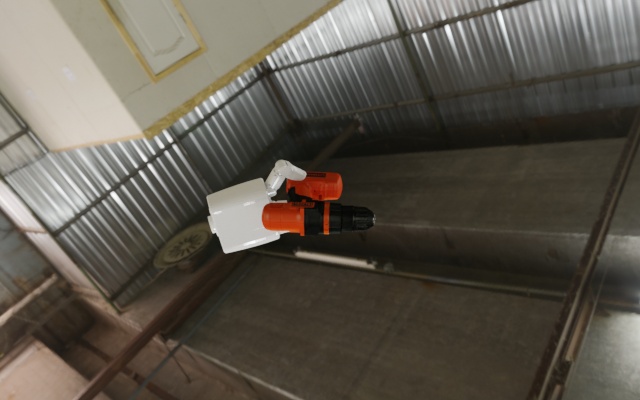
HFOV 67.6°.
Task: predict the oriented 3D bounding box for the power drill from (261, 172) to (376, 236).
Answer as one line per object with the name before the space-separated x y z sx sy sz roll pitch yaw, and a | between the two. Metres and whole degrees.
power drill | 0.000 0.003 0.839 0.184 0.057 0.187 3 20 2
